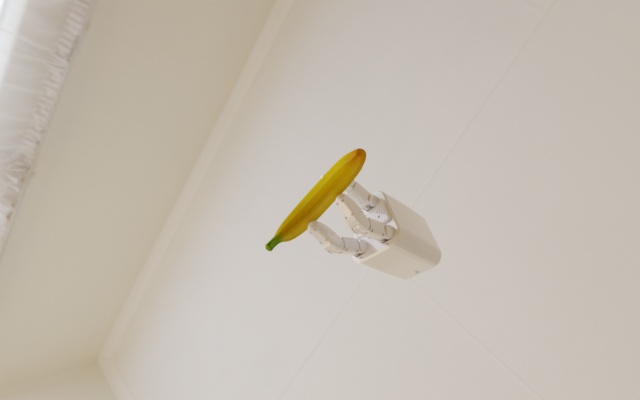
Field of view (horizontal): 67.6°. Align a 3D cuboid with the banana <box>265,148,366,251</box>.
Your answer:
[{"bbox_3d":[0.000,-0.002,0.673,0.037,0.198,0.069,40,19,-7],"label":"banana"}]
